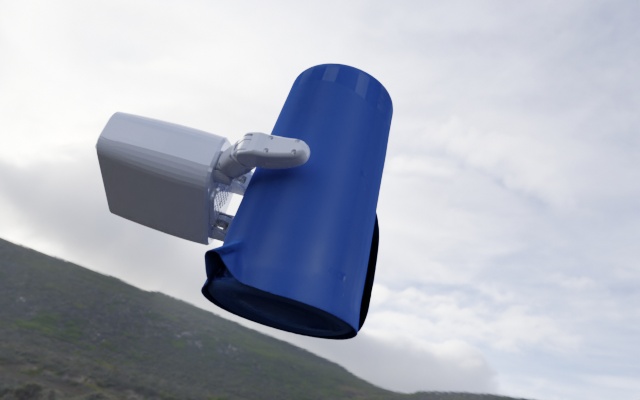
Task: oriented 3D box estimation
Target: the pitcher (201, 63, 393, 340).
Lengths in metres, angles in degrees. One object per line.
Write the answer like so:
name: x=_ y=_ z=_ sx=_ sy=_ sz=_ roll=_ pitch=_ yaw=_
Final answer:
pitcher: x=0.000 y=0.001 z=0.449 sx=0.145 sy=0.242 sz=0.149 roll=15 pitch=-26 yaw=3
